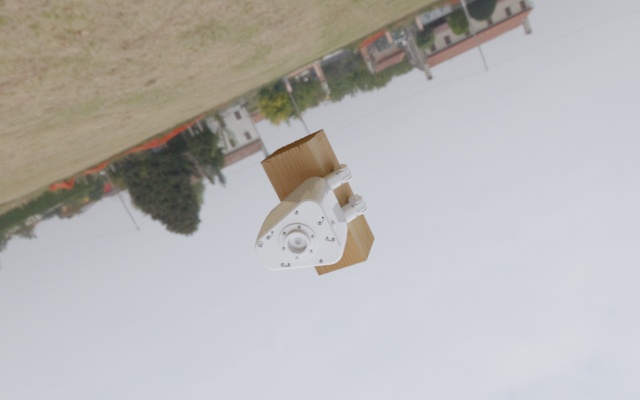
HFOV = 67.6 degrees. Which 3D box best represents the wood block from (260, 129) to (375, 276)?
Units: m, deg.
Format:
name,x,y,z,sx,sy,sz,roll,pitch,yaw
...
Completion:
name,x,y,z,sx,sy,sz,roll,pitch,yaw
wood block,0.000,0.003,0.770,0.091,0.206,0.090,-21,14,21
